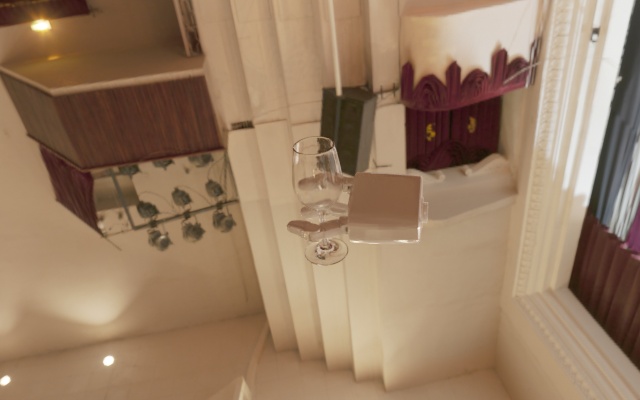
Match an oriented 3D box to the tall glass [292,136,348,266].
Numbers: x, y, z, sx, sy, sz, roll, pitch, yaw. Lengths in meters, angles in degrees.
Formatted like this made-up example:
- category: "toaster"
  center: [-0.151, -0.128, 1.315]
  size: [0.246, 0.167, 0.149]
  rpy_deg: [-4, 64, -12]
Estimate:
- category: "tall glass"
  center: [0.000, 0.003, 0.751]
  size: [0.079, 0.201, 0.079]
  rpy_deg: [-5, 32, 3]
